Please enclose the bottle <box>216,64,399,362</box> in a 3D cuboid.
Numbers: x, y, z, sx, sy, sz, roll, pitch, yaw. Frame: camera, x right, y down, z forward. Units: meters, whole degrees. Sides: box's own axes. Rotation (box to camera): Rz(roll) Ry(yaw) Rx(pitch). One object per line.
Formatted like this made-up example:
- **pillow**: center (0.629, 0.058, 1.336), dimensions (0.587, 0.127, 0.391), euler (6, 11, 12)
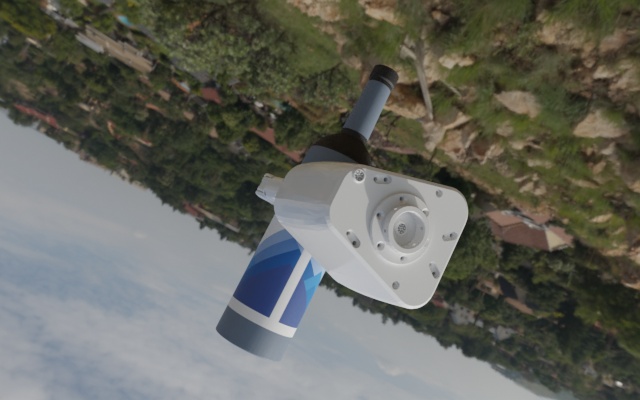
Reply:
- **bottle**: center (0.000, 0.002, 0.456), dimensions (0.069, 0.295, 0.069), euler (26, -8, 4)
